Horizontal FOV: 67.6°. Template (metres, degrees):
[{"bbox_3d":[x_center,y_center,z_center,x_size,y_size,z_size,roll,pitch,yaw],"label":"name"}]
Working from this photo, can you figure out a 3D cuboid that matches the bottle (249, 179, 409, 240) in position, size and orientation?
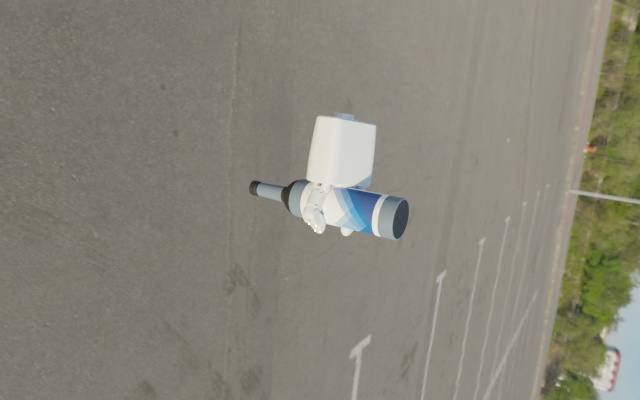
[{"bbox_3d":[0.000,0.003,0.811,0.295,0.069,0.069,12,6,30],"label":"bottle"}]
